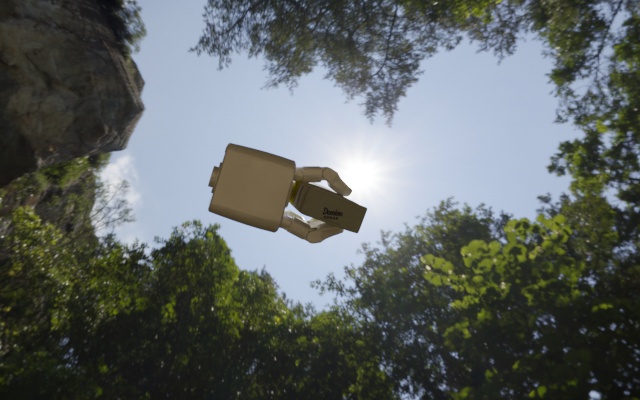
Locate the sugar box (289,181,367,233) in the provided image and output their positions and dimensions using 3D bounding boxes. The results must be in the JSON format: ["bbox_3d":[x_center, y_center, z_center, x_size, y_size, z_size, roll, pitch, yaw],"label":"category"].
[{"bbox_3d":[0.000,0.003,0.738,0.093,0.048,0.176,20,6,-14],"label":"sugar box"}]
